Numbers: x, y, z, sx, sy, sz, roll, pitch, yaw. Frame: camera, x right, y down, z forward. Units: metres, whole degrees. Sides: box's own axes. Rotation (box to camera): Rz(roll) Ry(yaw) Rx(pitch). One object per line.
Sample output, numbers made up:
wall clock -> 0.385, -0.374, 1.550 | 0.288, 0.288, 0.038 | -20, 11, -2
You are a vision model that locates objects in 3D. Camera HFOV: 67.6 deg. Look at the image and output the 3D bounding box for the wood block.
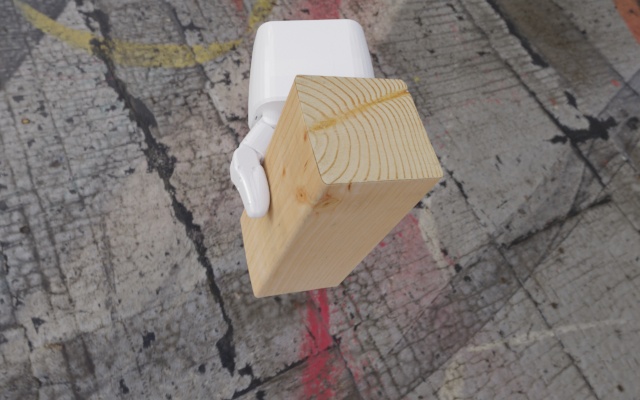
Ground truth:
wood block -> 0.000, 0.001, 0.403 | 0.091, 0.090, 0.206 | -3, -29, -22
